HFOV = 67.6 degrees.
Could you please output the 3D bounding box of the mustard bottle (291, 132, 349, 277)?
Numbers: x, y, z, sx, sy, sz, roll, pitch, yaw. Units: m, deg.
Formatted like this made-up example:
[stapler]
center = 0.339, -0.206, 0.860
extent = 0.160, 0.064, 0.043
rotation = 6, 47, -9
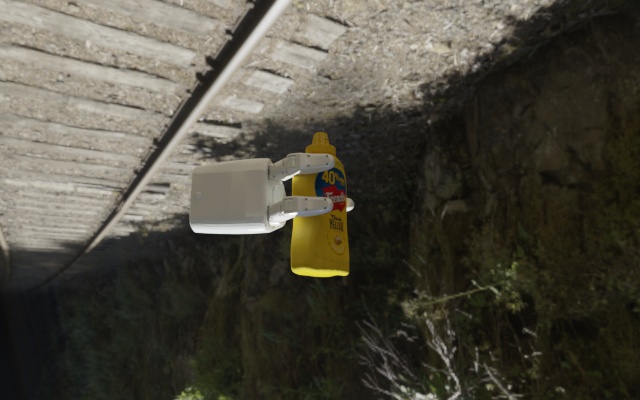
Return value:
[mustard bottle]
center = 0.000, 0.002, 0.633
extent = 0.058, 0.191, 0.096
rotation = -10, -17, 33
